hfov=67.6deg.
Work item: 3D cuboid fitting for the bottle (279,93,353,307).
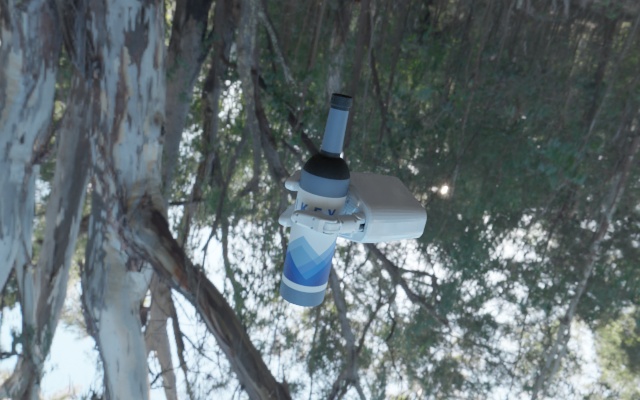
[{"bbox_3d":[0.000,0.002,0.658,0.069,0.296,0.069,10,18,-3],"label":"bottle"}]
